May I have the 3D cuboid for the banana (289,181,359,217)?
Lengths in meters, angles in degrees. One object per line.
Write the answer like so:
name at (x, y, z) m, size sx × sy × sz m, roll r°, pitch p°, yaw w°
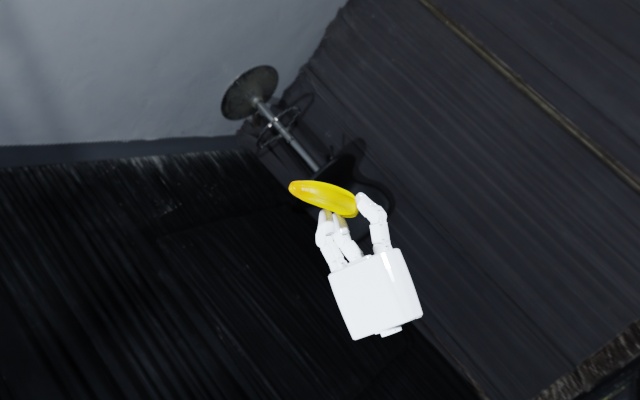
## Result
banana at (0.019, 0.002, 0.743) m, size 0.069 × 0.037 × 0.198 m, roll -3°, pitch -12°, yaw 19°
